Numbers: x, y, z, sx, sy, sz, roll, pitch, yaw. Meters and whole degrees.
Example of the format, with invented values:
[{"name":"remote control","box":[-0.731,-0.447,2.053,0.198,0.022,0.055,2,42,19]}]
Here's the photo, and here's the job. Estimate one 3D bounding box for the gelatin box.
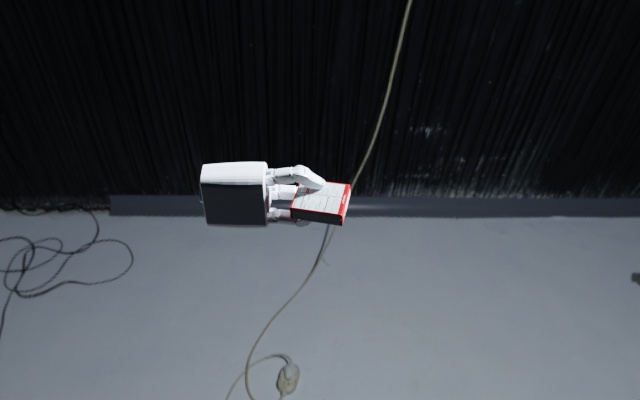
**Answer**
[{"name":"gelatin box","box":[0.000,0.002,0.796,0.089,0.030,0.073,7,45,11]}]
